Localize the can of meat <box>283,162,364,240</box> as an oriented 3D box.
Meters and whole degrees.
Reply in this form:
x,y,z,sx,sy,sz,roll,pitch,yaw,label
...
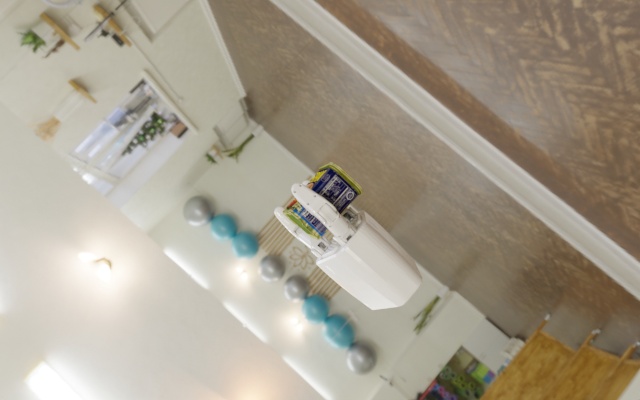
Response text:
x,y,z,sx,sy,sz,roll,pitch,yaw,label
0.000,0.002,0.628,0.057,0.084,0.102,42,-8,-8,can of meat
